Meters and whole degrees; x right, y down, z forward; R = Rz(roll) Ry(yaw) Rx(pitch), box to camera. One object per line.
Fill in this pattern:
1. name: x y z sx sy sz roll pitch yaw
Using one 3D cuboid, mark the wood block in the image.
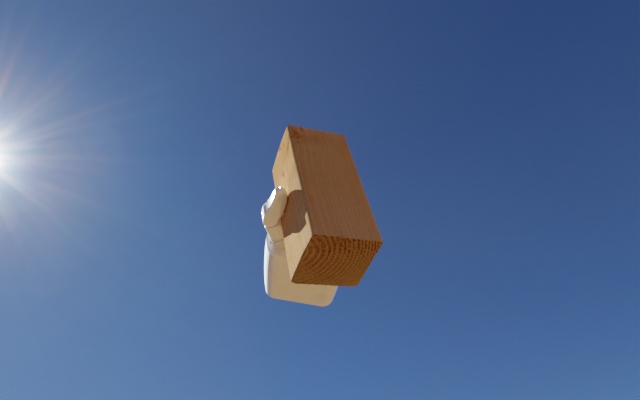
1. wood block: 0.000 0.002 0.631 0.091 0.090 0.206 7 42 -21
